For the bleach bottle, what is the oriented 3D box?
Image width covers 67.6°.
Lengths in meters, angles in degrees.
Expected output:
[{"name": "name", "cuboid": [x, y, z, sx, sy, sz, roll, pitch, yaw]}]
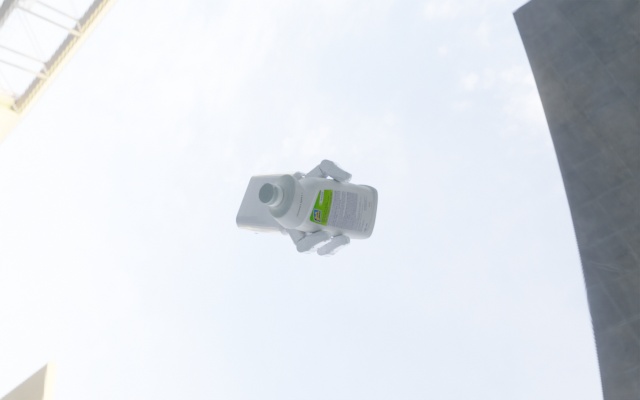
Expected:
[{"name": "bleach bottle", "cuboid": [0.000, 0.003, 0.754, 0.068, 0.102, 0.251, 2, -8, 37]}]
